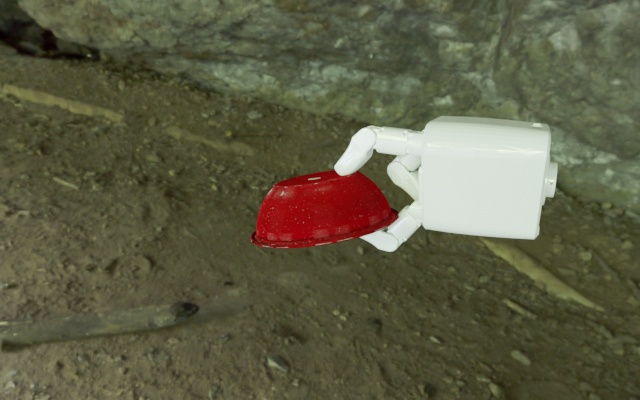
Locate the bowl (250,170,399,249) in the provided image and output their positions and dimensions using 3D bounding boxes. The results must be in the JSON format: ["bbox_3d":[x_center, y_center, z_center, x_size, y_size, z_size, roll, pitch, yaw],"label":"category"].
[{"bbox_3d":[-0.001,0.001,0.512,0.162,0.055,0.162,-10,9,2],"label":"bowl"}]
